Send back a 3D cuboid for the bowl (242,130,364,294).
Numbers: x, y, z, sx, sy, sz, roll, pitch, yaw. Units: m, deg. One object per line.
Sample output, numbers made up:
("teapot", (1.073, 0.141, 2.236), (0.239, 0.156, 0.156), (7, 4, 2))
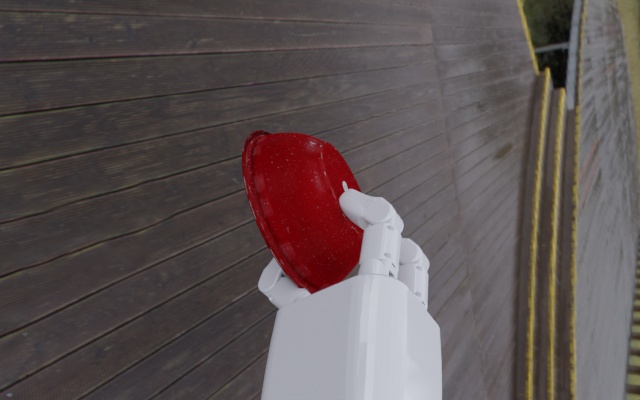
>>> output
("bowl", (0.000, 0.000, 0.420), (0.055, 0.162, 0.162), (-24, -8, 18))
